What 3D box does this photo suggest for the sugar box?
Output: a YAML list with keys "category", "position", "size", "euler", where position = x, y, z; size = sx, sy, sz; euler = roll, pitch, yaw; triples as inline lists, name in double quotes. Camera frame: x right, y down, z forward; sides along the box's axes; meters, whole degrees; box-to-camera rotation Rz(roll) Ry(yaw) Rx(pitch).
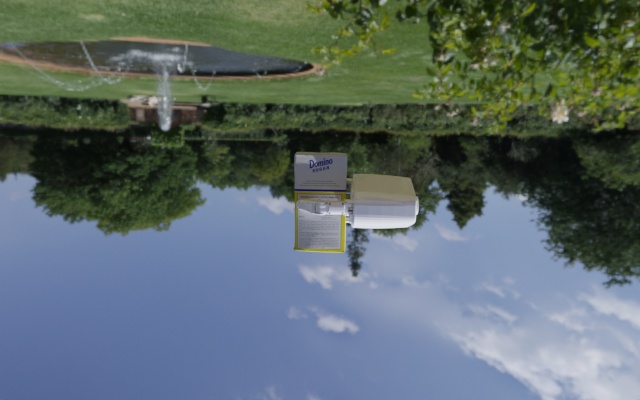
- category: "sugar box"
  position: [0.000, 0.003, 0.852]
  size: [0.093, 0.176, 0.048]
  euler: [2, 9, 2]
